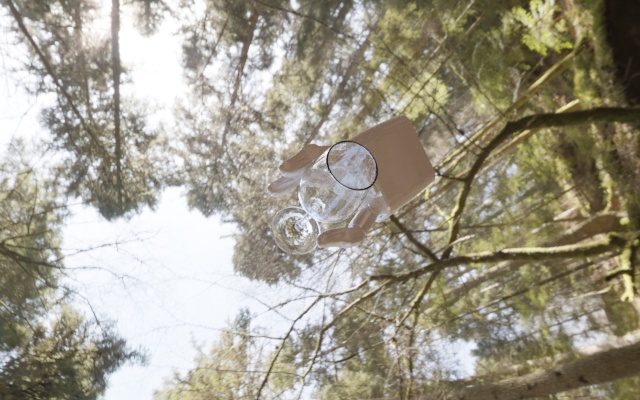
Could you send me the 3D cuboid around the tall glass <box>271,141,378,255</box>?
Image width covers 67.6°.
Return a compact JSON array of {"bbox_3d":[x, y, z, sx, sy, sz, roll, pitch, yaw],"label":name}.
[{"bbox_3d":[0.000,0.002,0.600,0.079,0.079,0.201,0,-24,-23],"label":"tall glass"}]
